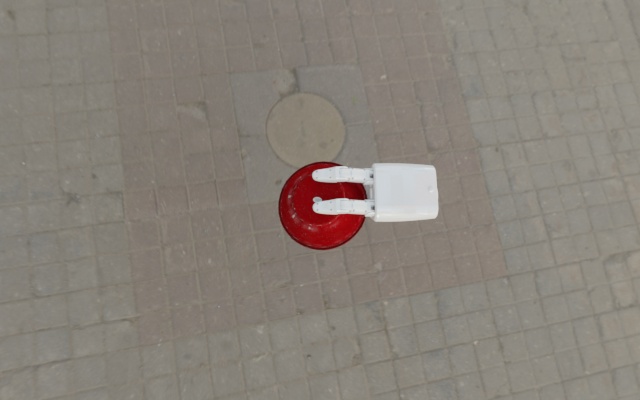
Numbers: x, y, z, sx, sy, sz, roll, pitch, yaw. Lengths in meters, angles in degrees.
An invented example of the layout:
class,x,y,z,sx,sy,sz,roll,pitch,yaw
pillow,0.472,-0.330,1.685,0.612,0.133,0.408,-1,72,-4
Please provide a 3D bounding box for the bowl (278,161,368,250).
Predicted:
class,x,y,z,sx,sy,sz,roll,pitch,yaw
bowl,-0.001,0.003,0.826,0.162,0.162,0.055,0,-12,8
